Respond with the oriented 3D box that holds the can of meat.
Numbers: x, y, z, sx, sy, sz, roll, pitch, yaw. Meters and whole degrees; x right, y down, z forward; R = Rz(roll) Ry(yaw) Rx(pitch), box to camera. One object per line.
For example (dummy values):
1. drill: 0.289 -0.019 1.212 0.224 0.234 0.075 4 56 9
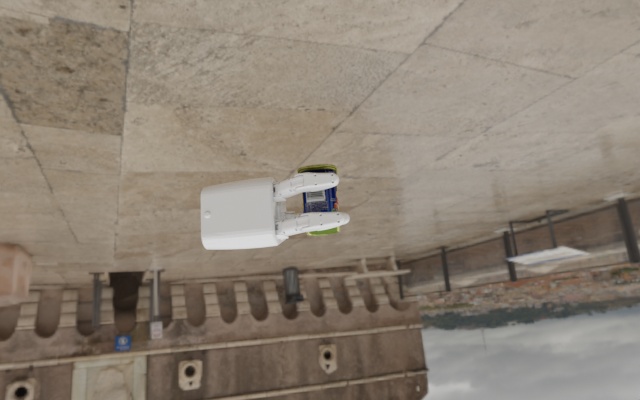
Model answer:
1. can of meat: 0.000 0.003 0.703 0.057 0.084 0.102 -5 -15 2
